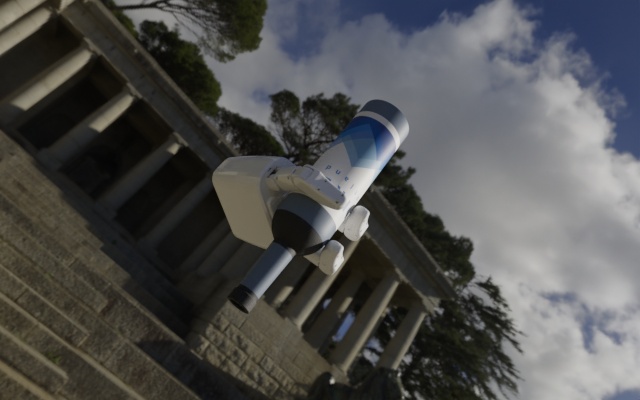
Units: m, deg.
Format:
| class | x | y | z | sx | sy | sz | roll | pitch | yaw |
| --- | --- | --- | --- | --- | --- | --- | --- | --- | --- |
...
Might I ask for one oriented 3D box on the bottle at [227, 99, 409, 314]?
| class | x | y | z | sx | sy | sz | roll | pitch | yaw |
| --- | --- | --- | --- | --- | --- | --- | --- | --- | --- |
| bottle | 0.000 | 0.002 | 0.540 | 0.069 | 0.295 | 0.069 | 30 | -27 | 17 |
